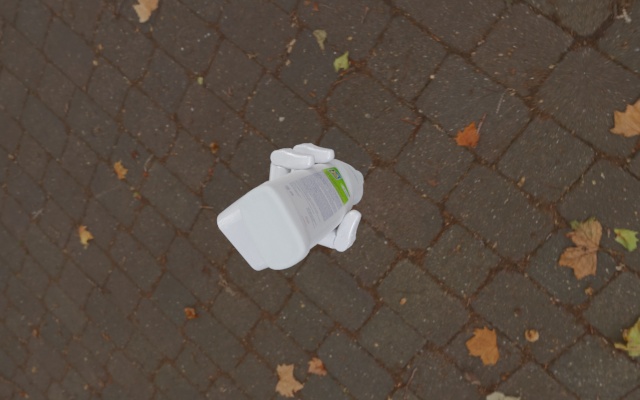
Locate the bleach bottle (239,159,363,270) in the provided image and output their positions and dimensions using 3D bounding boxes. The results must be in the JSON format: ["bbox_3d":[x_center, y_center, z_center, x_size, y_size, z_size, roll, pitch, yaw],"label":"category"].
[{"bbox_3d":[0.000,0.002,0.648,0.068,0.102,0.250,-29,-1,32],"label":"bleach bottle"}]
